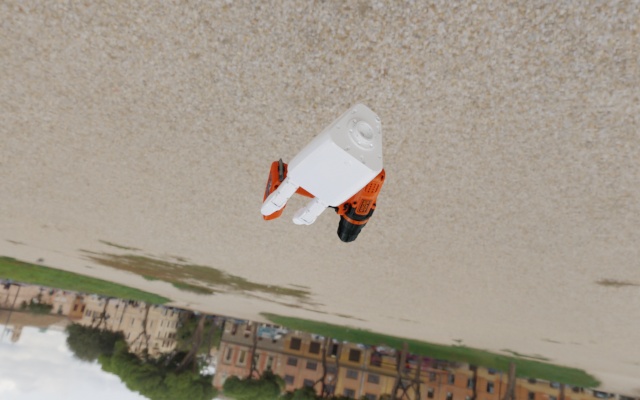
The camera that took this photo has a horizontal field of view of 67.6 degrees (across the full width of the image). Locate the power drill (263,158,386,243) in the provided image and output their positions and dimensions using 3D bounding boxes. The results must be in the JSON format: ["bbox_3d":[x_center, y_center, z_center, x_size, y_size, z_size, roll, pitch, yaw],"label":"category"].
[{"bbox_3d":[0.000,0.002,0.807,0.187,0.057,0.185,4,-45,-14],"label":"power drill"}]
